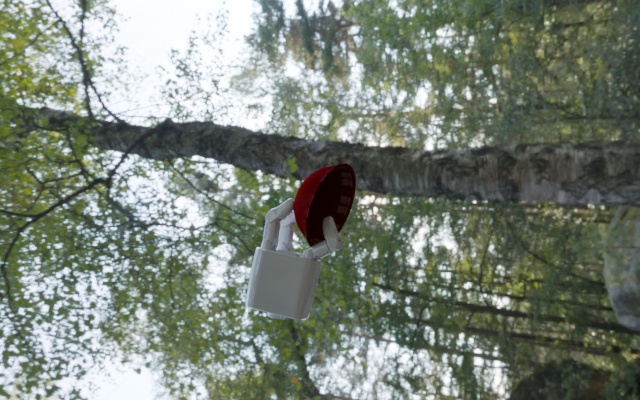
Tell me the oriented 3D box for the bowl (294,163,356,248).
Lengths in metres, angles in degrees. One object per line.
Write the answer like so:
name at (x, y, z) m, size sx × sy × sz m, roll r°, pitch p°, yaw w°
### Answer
bowl at (0.000, 0.002, 0.856) m, size 0.055 × 0.162 × 0.162 m, roll 22°, pitch 11°, yaw 27°
